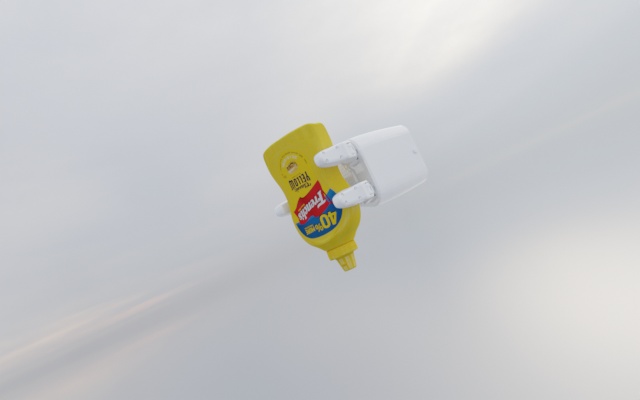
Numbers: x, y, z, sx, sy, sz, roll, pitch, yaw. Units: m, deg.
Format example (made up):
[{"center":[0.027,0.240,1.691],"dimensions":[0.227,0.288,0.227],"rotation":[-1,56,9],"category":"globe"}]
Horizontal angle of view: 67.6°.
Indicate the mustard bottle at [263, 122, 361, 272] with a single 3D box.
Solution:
[{"center":[0.000,0.002,0.626],"dimensions":[0.096,0.191,0.058],"rotation":[-28,-5,33],"category":"mustard bottle"}]
